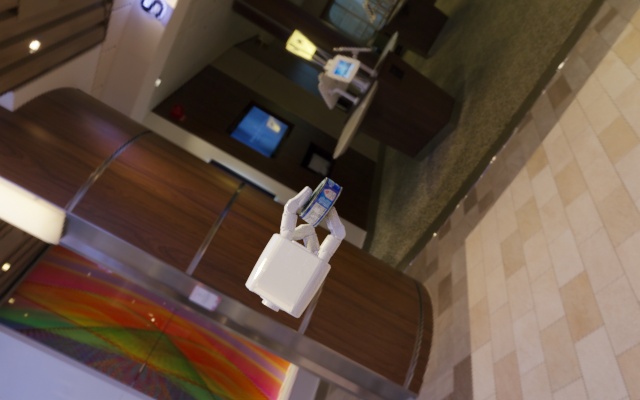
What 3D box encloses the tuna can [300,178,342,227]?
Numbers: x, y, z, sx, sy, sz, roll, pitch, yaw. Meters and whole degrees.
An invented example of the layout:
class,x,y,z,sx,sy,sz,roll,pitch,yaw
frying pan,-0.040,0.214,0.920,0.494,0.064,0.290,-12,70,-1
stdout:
class,x,y,z,sx,sy,sz,roll,pitch,yaw
tuna can,0.000,0.002,0.833,0.034,0.086,0.086,35,-5,-6
